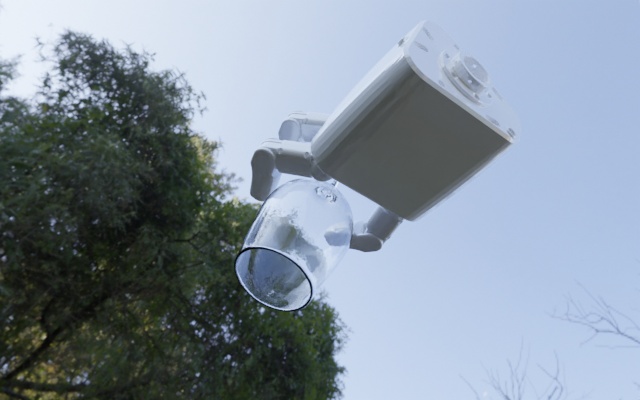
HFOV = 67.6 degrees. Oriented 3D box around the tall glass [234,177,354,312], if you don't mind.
[{"bbox_3d":[0.000,0.001,0.414,0.079,0.079,0.201,0,34,25],"label":"tall glass"}]
